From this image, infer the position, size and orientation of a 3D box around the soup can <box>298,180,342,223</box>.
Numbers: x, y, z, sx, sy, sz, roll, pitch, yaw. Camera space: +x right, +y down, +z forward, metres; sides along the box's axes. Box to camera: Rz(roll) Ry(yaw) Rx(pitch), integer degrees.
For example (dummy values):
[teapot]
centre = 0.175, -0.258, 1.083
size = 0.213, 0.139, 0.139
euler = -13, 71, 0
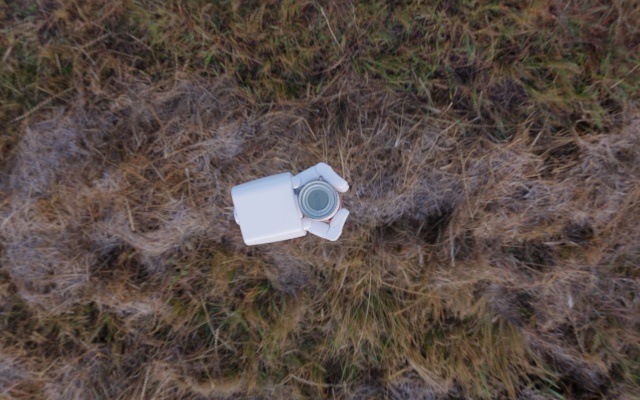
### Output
[soup can]
centre = 0.001, 0.003, 0.832
size = 0.068, 0.068, 0.102
euler = 0, -5, 6
